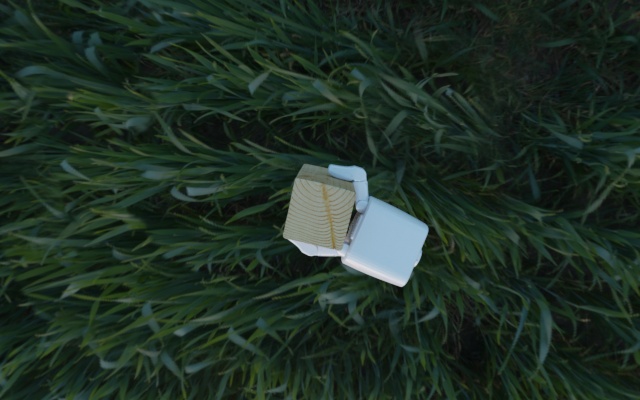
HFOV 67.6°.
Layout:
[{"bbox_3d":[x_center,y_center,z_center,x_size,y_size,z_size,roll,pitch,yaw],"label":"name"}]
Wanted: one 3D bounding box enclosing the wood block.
[{"bbox_3d":[0.001,0.002,0.771,0.090,0.091,0.206,13,10,-1],"label":"wood block"}]
